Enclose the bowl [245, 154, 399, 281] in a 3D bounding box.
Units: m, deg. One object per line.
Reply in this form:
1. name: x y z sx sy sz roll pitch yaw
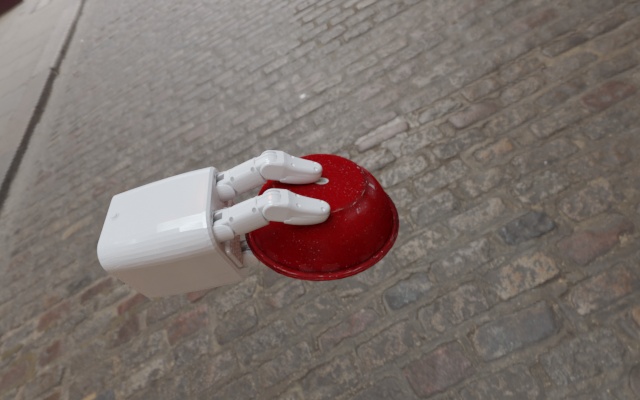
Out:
1. bowl: 0.001 0.001 0.483 0.162 0.055 0.162 -2 42 2
